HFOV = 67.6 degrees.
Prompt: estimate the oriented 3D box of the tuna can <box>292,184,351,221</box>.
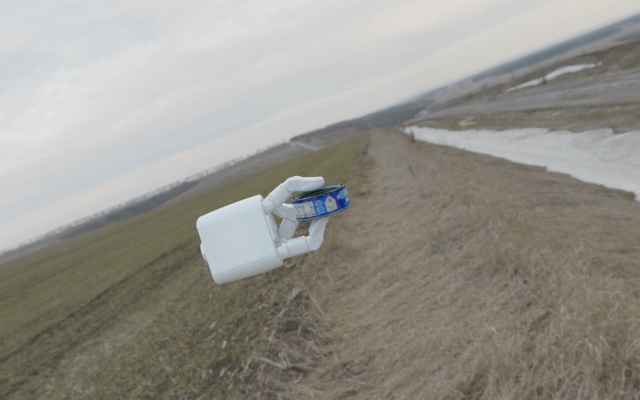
[{"bbox_3d":[0.000,0.002,0.724,0.086,0.034,0.086,-15,8,2],"label":"tuna can"}]
